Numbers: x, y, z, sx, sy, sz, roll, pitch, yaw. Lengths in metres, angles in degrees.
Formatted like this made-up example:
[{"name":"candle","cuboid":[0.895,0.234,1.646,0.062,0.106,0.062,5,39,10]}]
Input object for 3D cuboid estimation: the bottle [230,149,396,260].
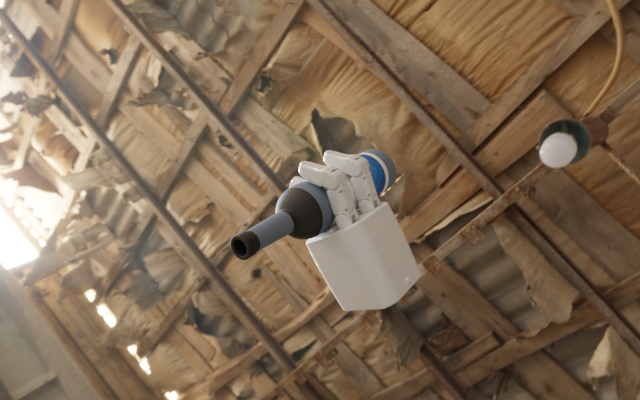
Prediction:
[{"name":"bottle","cuboid":[0.000,0.002,0.597,0.069,0.069,0.295,0,18,36]}]
